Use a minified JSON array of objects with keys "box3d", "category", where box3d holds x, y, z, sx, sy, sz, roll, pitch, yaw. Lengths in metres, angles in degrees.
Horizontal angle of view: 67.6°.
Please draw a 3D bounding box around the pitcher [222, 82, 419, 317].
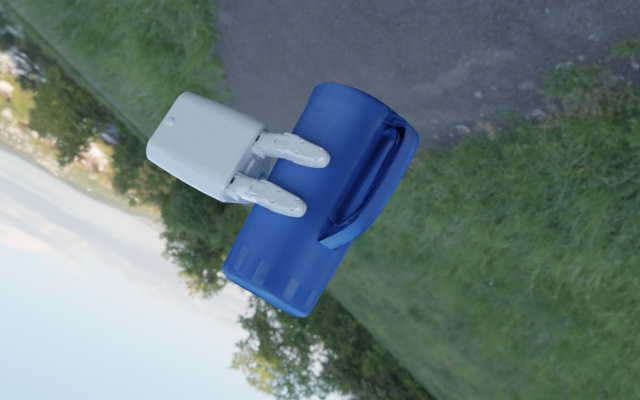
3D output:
[{"box3d":[0.000,0.002,0.529,0.145,0.242,0.149,27,-12,11],"category":"pitcher"}]
